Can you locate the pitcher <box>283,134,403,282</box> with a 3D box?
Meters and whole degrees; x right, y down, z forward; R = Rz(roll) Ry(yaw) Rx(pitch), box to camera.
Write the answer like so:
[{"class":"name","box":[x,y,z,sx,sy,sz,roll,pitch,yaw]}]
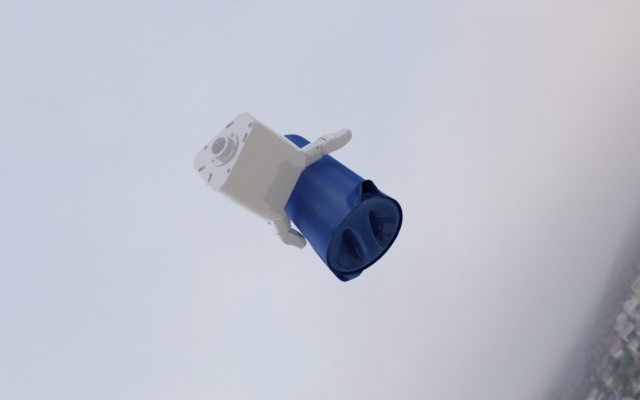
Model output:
[{"class":"pitcher","box":[0.000,0.002,0.743,0.145,0.149,0.242,35,6,-48]}]
